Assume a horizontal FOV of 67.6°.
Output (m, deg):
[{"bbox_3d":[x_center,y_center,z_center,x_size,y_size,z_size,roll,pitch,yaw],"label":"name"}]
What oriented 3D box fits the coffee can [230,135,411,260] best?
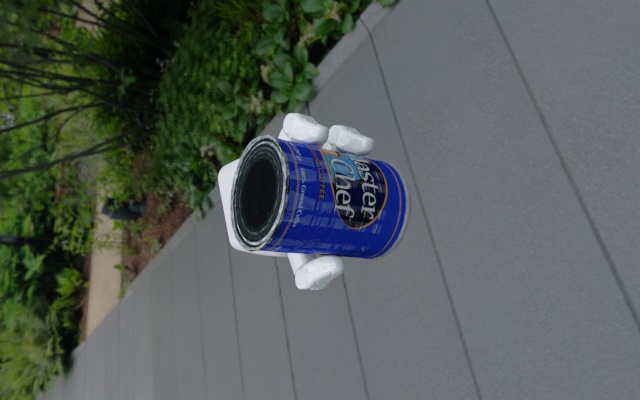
[{"bbox_3d":[0.000,0.002,0.453,0.140,0.103,0.103,9,-5,-35],"label":"coffee can"}]
